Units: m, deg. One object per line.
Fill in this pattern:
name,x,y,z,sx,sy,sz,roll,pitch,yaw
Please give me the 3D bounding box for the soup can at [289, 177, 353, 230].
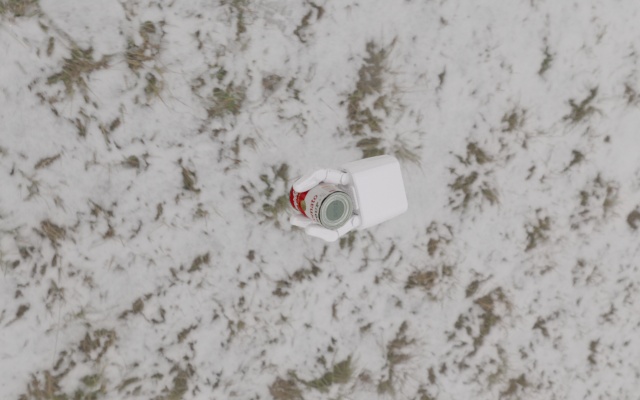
soup can,0.000,0.003,0.809,0.068,0.068,0.102,0,17,-33
